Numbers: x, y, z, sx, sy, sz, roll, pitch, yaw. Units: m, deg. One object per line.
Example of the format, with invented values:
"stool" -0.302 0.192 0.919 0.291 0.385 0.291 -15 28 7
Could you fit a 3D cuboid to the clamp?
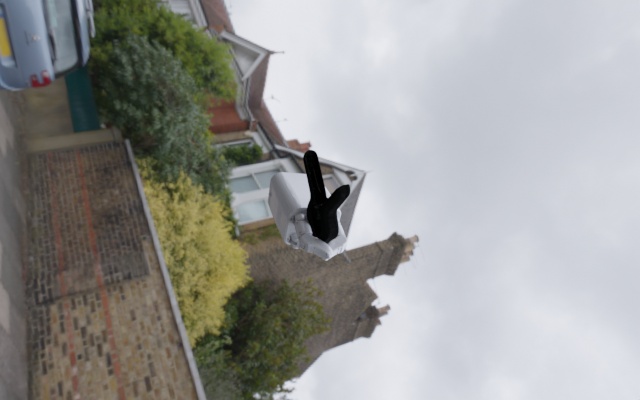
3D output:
"clamp" 0.001 0.003 0.797 0.039 0.172 0.120 -11 49 -23
